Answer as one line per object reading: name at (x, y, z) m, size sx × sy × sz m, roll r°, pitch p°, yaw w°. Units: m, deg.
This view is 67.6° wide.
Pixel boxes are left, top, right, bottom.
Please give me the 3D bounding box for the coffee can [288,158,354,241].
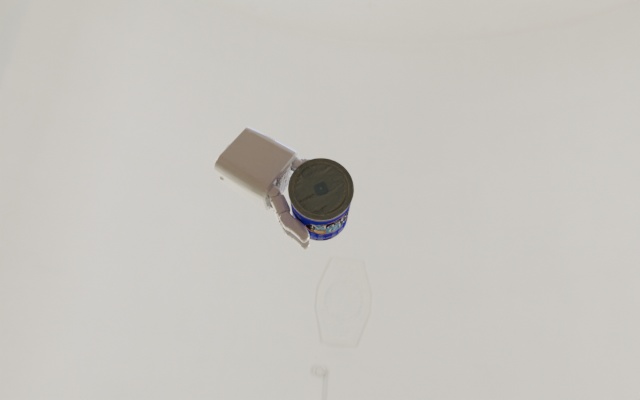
coffee can at (0.000, 0.003, 0.803) m, size 0.103 × 0.102 × 0.140 m, roll 0°, pitch -18°, yaw -1°
